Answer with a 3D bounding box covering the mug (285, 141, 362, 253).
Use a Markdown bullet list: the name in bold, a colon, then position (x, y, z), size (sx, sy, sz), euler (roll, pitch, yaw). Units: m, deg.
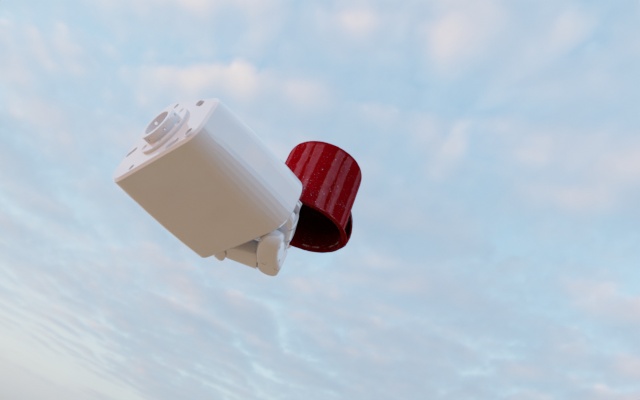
- **mug**: position (0.001, 0.002, 0.490), size (0.093, 0.081, 0.117), euler (-9, -43, 39)
